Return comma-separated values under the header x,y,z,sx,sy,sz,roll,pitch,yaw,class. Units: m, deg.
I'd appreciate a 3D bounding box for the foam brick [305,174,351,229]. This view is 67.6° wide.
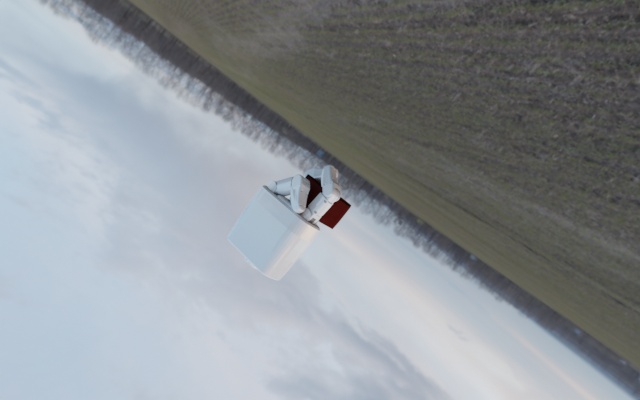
x,y,z,sx,sy,sz,roll,pitch,yaw,class
0.000,0.003,0.779,0.078,0.051,0.053,33,5,-45,foam brick
